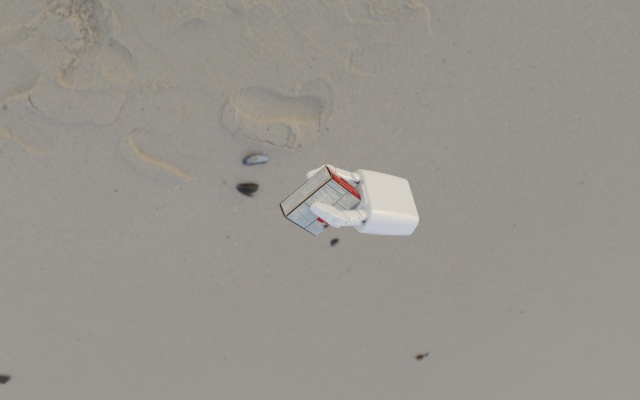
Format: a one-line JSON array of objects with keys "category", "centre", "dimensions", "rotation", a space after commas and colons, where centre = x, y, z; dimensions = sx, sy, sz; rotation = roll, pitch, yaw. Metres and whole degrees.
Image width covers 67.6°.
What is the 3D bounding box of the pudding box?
[{"category": "pudding box", "centre": [0.000, 0.003, 0.828], "dimensions": [0.113, 0.039, 0.090], "rotation": [-40, -46, 15]}]
